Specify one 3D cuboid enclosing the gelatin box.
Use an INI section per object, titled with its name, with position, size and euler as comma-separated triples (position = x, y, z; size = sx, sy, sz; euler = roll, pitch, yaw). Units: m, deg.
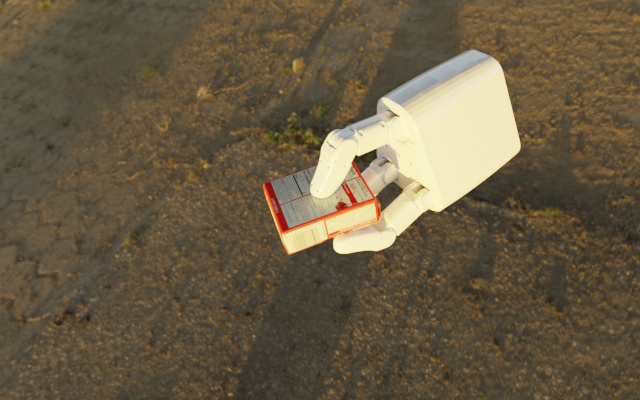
[gelatin box]
position = 0.000, 0.001, 0.431
size = 0.089, 0.030, 0.073
euler = -20, 42, -6
